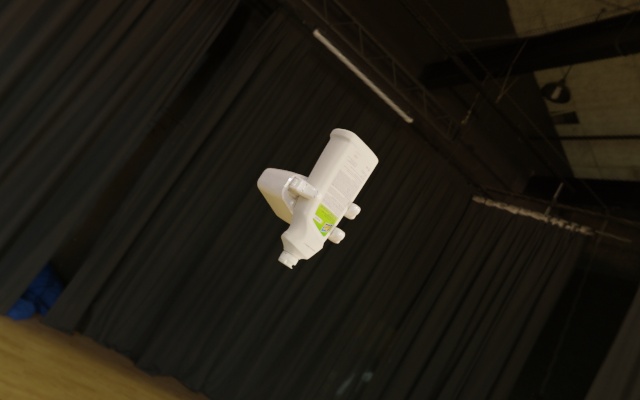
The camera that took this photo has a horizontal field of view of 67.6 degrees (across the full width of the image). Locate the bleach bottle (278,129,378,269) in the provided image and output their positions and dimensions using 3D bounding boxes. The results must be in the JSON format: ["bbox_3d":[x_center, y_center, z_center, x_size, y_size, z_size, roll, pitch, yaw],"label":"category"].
[{"bbox_3d":[0.000,0.003,0.846,0.103,0.251,0.068,40,-12,-36],"label":"bleach bottle"}]
